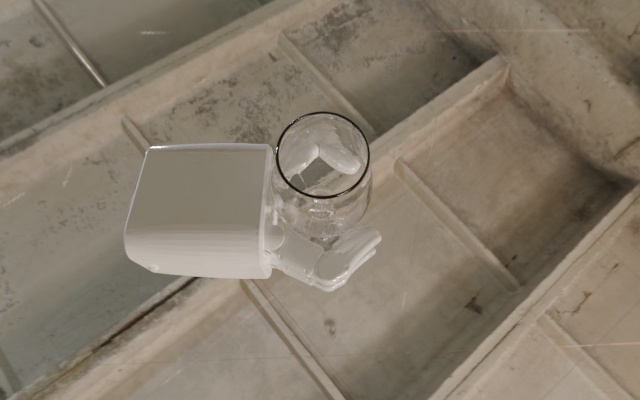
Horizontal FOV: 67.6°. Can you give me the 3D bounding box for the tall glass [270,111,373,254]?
[{"bbox_3d":[0.000,0.001,0.402,0.079,0.079,0.201,0,-19,-1],"label":"tall glass"}]
